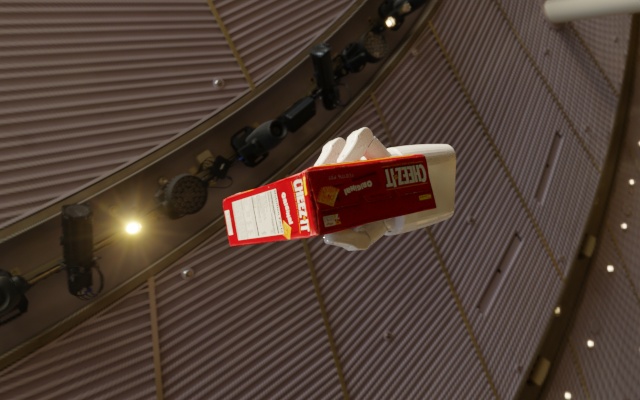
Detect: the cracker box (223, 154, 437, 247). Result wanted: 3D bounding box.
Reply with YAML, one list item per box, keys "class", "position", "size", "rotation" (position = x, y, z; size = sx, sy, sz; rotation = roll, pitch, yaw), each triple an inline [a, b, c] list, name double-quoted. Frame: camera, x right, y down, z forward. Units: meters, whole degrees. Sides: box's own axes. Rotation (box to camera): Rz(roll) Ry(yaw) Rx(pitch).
- class: "cracker box"
  position: [0.000, 0.002, 0.572]
  size: [0.164, 0.072, 0.214]
  rotation: [-11, -2, -34]
